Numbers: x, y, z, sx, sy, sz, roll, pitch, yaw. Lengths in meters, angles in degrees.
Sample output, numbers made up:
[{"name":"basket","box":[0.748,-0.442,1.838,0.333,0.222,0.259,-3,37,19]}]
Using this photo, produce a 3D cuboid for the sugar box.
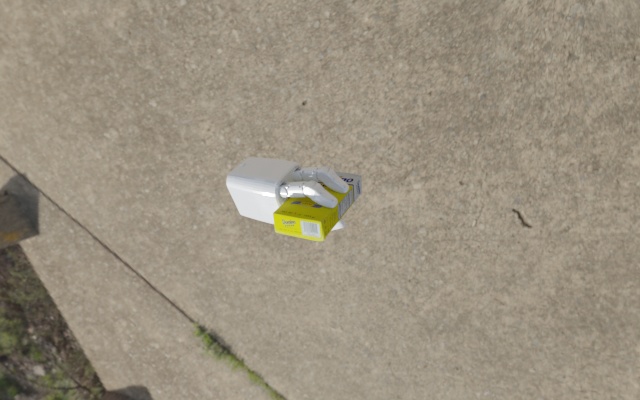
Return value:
[{"name":"sugar box","box":[0.000,0.002,0.845,0.093,0.048,0.176,10,35,23]}]
